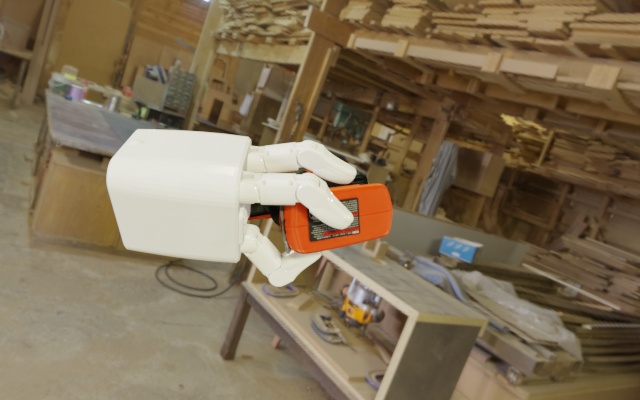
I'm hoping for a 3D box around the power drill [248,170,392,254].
[{"bbox_3d":[0.000,0.002,0.521,0.184,0.057,0.187,-11,11,-20],"label":"power drill"}]
